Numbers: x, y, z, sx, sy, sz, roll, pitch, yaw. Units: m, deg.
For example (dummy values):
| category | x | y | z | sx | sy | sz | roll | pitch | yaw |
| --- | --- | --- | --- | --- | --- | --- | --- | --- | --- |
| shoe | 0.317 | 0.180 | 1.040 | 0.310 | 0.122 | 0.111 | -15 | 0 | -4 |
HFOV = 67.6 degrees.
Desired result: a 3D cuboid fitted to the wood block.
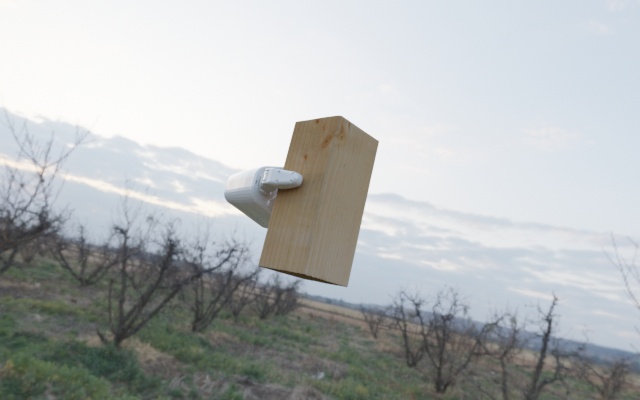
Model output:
| category | x | y | z | sx | sy | sz | roll | pitch | yaw |
| --- | --- | --- | --- | --- | --- | --- | --- | --- | --- |
| wood block | 0.000 | 0.002 | 0.643 | 0.090 | 0.206 | 0.091 | 2 | -16 | 44 |
